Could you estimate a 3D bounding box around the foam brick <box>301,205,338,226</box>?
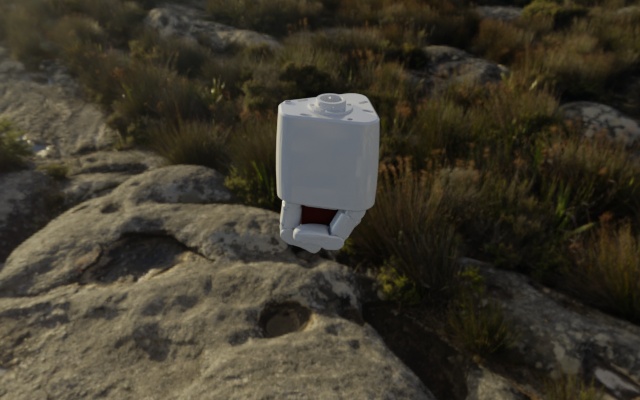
[{"bbox_3d":[0.000,0.002,0.603,0.053,0.051,0.078,-2,32,-6],"label":"foam brick"}]
